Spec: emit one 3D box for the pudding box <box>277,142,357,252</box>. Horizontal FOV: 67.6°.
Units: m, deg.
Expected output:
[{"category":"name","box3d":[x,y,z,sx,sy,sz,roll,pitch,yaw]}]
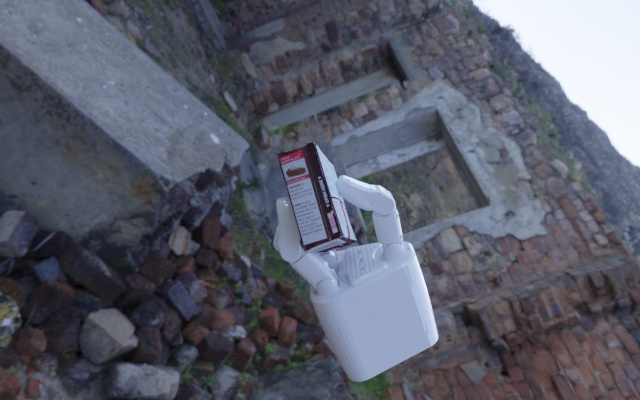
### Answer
[{"category":"pudding box","box3d":[0.000,0.001,0.454,0.039,0.090,0.113,-18,-9,6]}]
